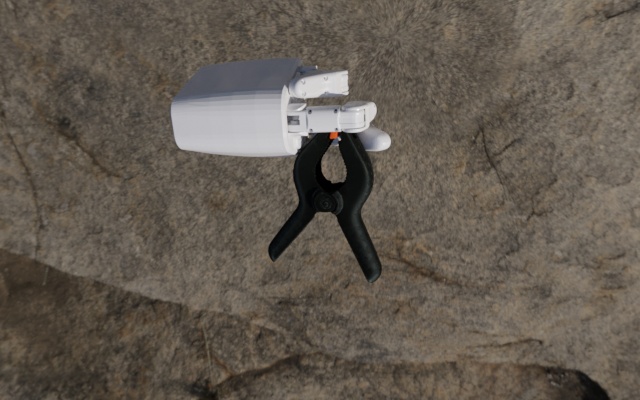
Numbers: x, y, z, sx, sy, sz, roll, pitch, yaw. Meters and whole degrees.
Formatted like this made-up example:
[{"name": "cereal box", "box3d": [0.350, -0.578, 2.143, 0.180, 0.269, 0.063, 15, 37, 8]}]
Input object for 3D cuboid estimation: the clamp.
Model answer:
[{"name": "clamp", "box3d": [0.000, 0.002, 0.474, 0.120, 0.171, 0.039, 0, 19, 9]}]
